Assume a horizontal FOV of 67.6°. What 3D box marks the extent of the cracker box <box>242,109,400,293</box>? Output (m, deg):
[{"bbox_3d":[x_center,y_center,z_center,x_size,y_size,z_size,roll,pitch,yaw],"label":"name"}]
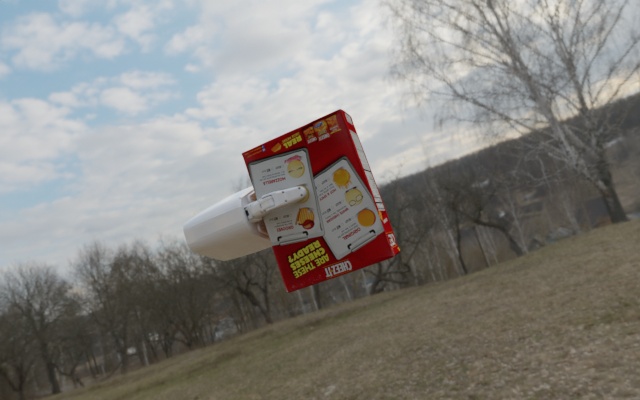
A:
[{"bbox_3d":[0.000,0.002,0.684,0.164,0.213,0.072,-22,-7,18],"label":"cracker box"}]
